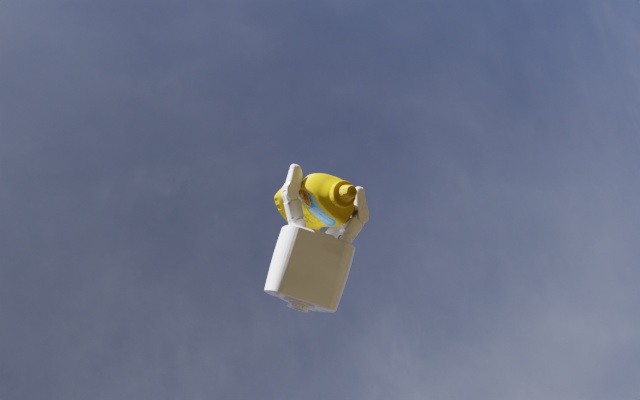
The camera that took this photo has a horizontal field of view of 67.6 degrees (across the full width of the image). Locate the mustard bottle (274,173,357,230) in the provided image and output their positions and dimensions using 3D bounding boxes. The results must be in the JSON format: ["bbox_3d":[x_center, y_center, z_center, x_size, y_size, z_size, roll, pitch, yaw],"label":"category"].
[{"bbox_3d":[0.000,0.002,0.776,0.058,0.096,0.191,-48,14,-27],"label":"mustard bottle"}]
